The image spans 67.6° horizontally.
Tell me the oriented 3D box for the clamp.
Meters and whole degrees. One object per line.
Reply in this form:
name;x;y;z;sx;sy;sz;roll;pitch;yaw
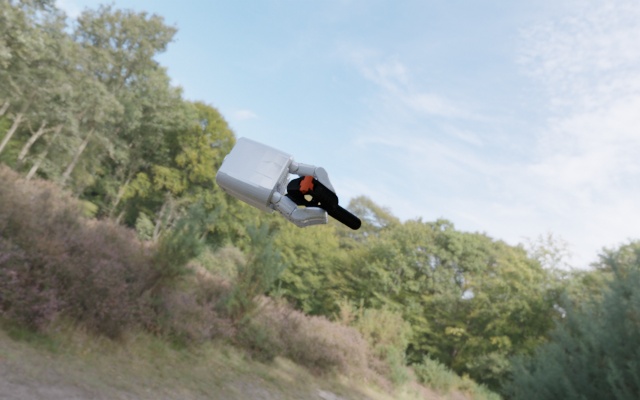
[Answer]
clamp;0.000;0.002;0.855;0.164;0.036;0.210;20;-12;5
